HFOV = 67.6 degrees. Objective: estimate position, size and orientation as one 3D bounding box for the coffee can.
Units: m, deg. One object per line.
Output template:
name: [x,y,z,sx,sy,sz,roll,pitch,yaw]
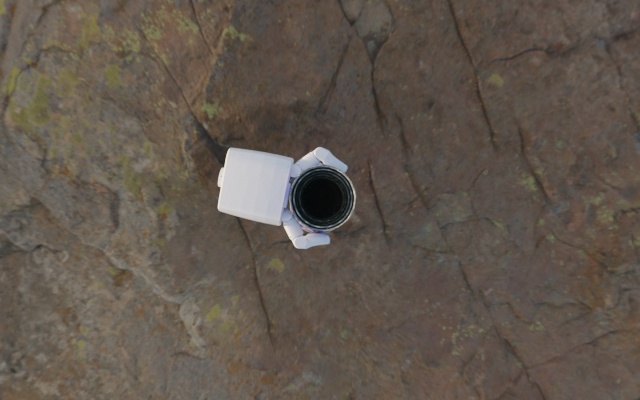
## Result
coffee can: [0.000,0.003,0.795,0.103,0.103,0.140,0,-5,-3]
